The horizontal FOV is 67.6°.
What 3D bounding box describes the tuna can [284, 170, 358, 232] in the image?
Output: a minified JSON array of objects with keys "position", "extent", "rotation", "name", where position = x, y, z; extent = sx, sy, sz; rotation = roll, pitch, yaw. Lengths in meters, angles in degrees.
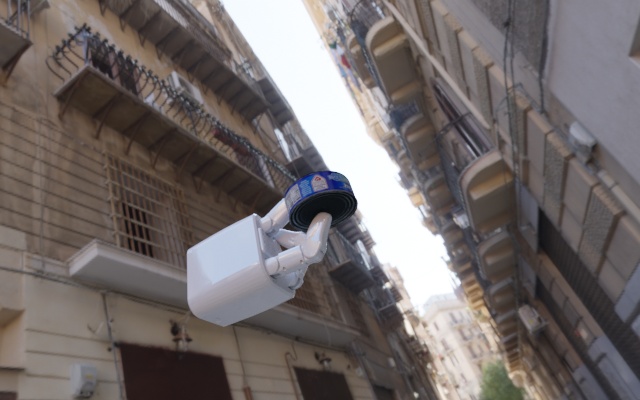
[{"position":[0.000,0.001,0.580],"extent":[0.086,0.033,0.086],"rotation":[-13,-33,-8],"name":"tuna can"}]
